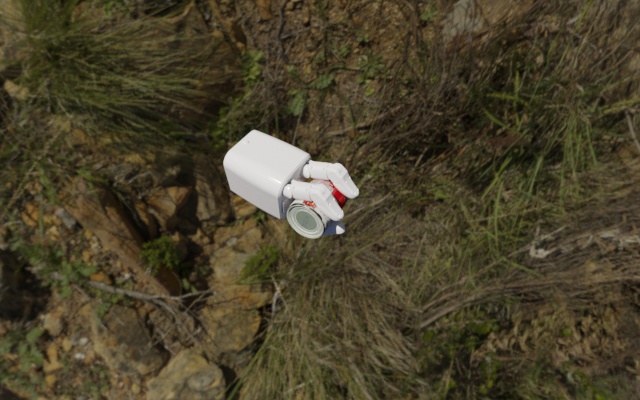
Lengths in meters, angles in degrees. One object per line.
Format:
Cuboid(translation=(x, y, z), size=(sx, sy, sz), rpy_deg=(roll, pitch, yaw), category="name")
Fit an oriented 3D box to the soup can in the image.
Cuboid(translation=(0.000, 0.003, 0.749), size=(0.068, 0.068, 0.102), rpy_deg=(0, 36, 36), category="soup can")
